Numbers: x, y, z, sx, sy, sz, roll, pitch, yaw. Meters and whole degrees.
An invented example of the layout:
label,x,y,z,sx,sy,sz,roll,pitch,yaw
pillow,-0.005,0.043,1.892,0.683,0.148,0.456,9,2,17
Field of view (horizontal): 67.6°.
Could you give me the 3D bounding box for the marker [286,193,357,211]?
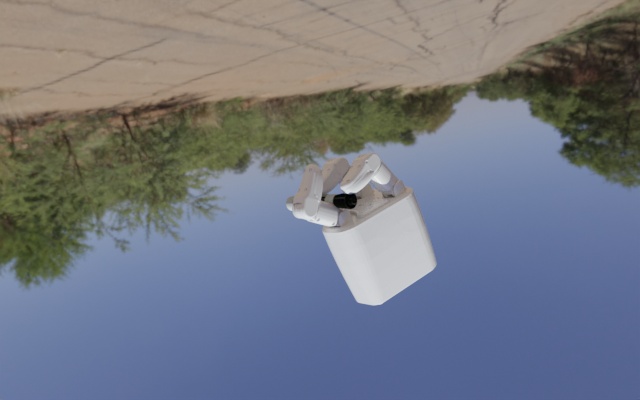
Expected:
label,x,y,z,sx,sy,sz,roll,pitch,yaw
marker,0.000,0.002,0.564,0.020,0.020,0.121,0,-2,-38
